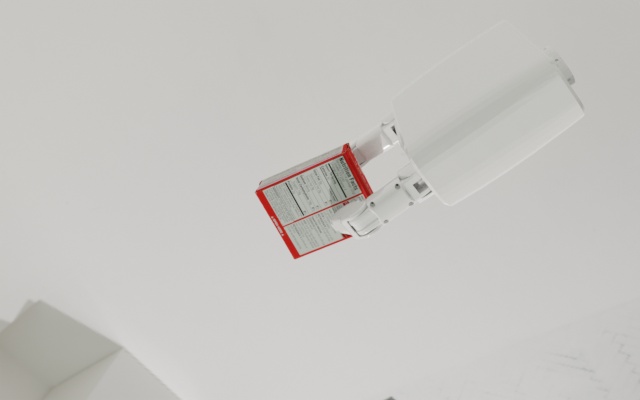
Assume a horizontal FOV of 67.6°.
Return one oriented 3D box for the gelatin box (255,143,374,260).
[{"bbox_3d":[0.000,0.002,0.413,0.089,0.073,0.030,-23,20,16],"label":"gelatin box"}]
